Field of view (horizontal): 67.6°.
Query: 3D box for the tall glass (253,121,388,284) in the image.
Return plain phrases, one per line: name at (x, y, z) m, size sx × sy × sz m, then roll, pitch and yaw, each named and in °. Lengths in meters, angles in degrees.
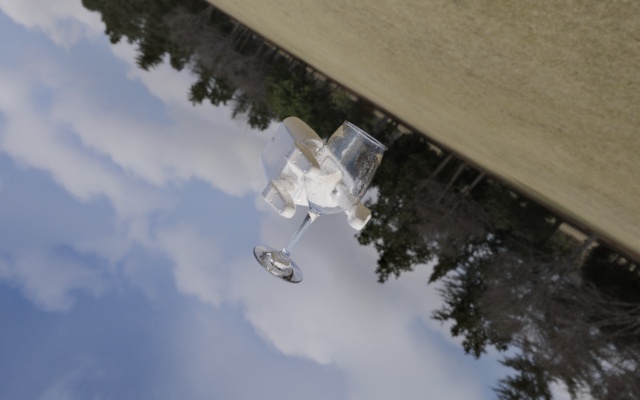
tall glass at (0.000, 0.003, 0.589) m, size 0.079 × 0.201 × 0.079 m, roll 32°, pitch 14°, yaw -9°
